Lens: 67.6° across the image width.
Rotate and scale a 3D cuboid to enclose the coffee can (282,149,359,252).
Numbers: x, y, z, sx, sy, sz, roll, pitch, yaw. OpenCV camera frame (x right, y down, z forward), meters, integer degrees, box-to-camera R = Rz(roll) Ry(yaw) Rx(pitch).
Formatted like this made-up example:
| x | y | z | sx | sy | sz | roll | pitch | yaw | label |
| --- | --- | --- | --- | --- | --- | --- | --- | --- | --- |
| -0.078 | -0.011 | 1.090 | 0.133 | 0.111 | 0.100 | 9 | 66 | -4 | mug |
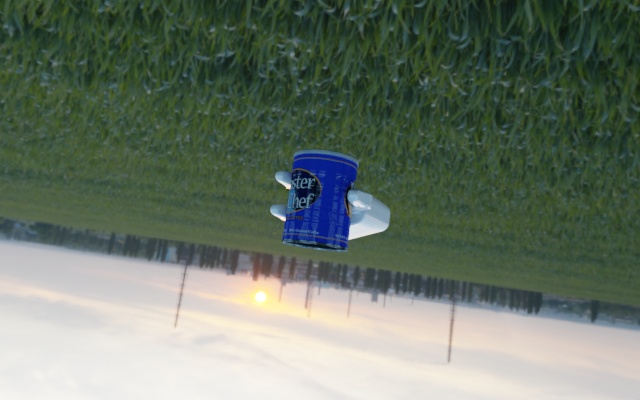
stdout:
| x | y | z | sx | sy | sz | roll | pitch | yaw | label |
| --- | --- | --- | --- | --- | --- | --- | --- | --- | --- |
| 0.000 | 0.002 | 0.738 | 0.103 | 0.140 | 0.103 | 8 | -10 | 1 | coffee can |
